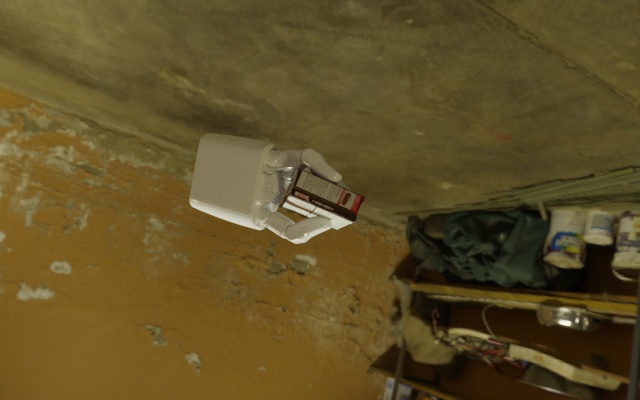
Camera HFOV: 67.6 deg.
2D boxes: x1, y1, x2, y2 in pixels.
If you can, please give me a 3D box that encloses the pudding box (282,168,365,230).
[{"bbox_3d":[0.000,0.002,0.622,0.090,0.039,0.113,23,-9,-5],"label":"pudding box"}]
